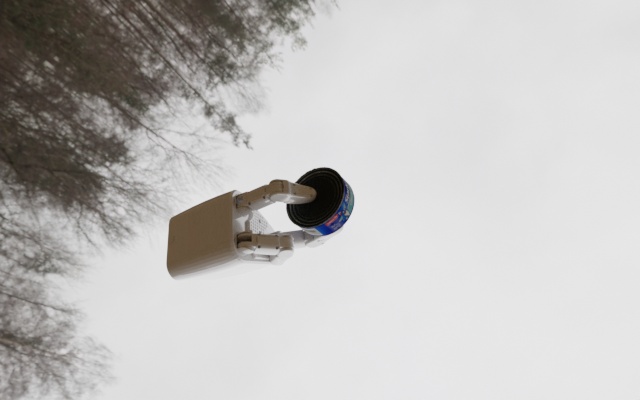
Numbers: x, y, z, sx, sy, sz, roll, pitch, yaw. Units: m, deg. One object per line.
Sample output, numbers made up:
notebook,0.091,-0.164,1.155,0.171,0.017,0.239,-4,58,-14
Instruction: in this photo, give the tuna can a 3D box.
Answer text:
tuna can,0.000,0.002,0.613,0.086,0.086,0.034,0,-26,34
